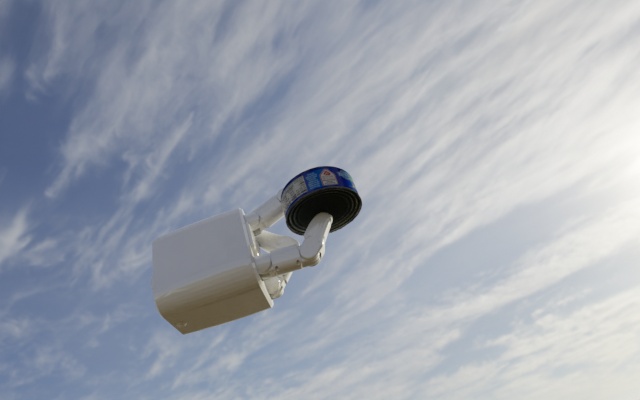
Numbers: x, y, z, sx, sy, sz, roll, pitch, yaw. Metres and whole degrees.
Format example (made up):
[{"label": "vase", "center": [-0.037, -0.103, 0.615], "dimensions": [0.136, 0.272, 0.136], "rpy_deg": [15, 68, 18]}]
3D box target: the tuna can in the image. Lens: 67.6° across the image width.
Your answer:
[{"label": "tuna can", "center": [0.000, 0.001, 0.526], "dimensions": [0.086, 0.033, 0.086], "rpy_deg": [-12, -36, -9]}]
